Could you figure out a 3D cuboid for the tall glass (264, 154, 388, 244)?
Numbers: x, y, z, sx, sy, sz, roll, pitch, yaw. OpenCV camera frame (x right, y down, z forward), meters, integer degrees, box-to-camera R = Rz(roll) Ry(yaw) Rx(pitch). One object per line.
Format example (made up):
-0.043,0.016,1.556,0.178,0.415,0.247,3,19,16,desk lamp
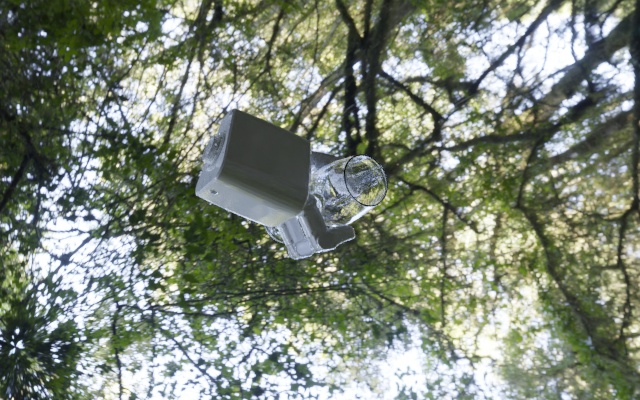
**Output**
0.000,0.002,0.616,0.079,0.079,0.201,0,-14,-33,tall glass
